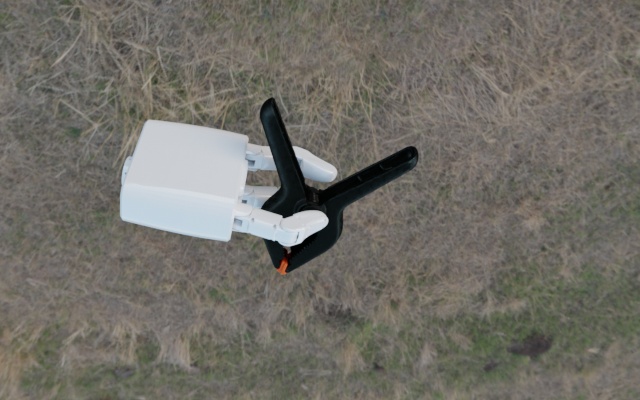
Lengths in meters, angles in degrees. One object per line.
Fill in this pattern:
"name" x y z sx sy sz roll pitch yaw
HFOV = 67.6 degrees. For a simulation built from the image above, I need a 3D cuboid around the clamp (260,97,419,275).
"clamp" 0.000 0.003 0.516 0.164 0.210 0.036 12 36 -8
